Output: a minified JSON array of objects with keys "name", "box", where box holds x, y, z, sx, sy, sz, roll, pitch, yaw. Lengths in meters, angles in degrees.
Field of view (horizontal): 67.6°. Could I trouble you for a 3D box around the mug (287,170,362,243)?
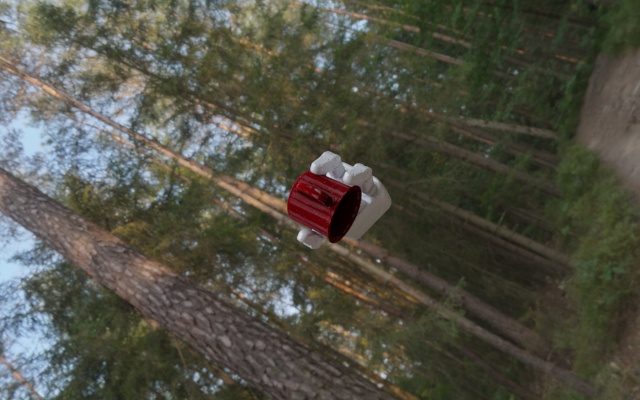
[{"name":"mug","box":[-0.001,0.002,0.704,0.081,0.093,0.117,25,-5,24]}]
